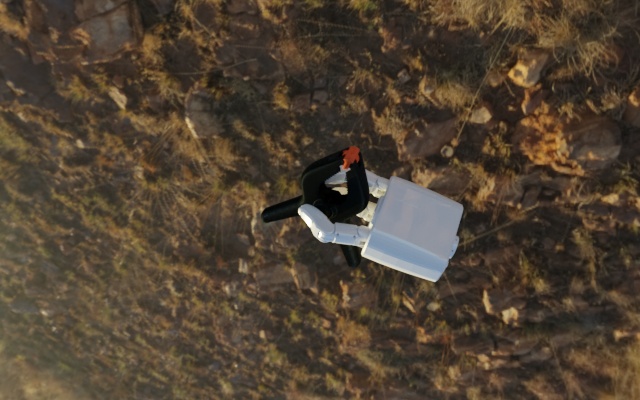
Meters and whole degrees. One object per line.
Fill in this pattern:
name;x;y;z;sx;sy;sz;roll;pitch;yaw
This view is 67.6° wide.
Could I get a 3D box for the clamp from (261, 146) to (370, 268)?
clamp;0.000;0.002;0.654;0.164;0.036;0.210;22;-41;6
